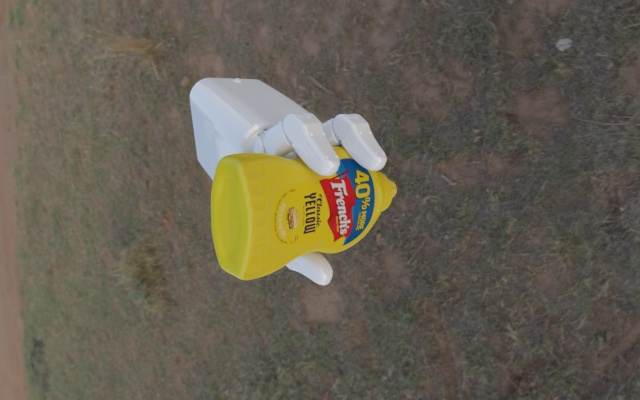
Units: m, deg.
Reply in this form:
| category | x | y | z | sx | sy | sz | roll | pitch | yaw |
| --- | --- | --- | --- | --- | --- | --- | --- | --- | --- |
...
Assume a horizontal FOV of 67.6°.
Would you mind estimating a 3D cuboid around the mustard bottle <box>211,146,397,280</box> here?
| category | x | y | z | sx | sy | sz | roll | pitch | yaw |
| --- | --- | --- | --- | --- | --- | --- | --- | --- | --- |
| mustard bottle | 0.000 | 0.002 | 0.421 | 0.191 | 0.096 | 0.058 | -11 | 17 | -42 |
